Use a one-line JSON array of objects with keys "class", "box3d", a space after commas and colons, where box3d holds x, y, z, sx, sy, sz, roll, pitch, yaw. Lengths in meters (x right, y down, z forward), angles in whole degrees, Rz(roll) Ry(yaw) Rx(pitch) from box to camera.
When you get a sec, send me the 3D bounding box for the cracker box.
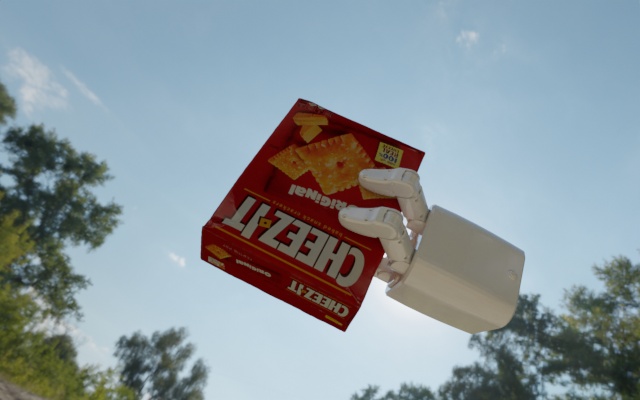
[{"class": "cracker box", "box3d": [0.000, 0.002, 0.507, 0.164, 0.213, 0.072, 25, -37, 6]}]
